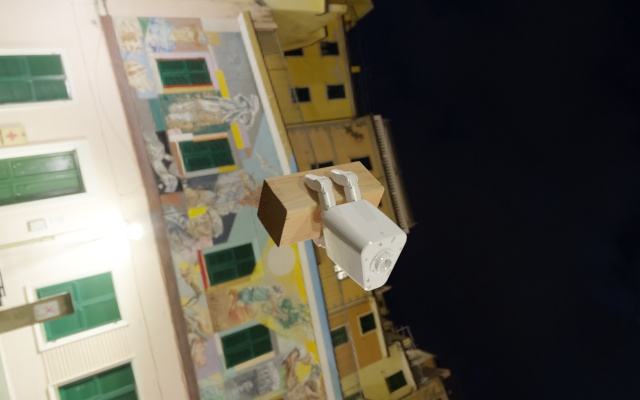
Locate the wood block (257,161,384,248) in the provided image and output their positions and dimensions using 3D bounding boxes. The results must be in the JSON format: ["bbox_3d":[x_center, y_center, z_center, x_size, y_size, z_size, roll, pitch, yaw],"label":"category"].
[{"bbox_3d":[0.000,0.003,0.870,0.206,0.091,0.090,-13,47,-32],"label":"wood block"}]
